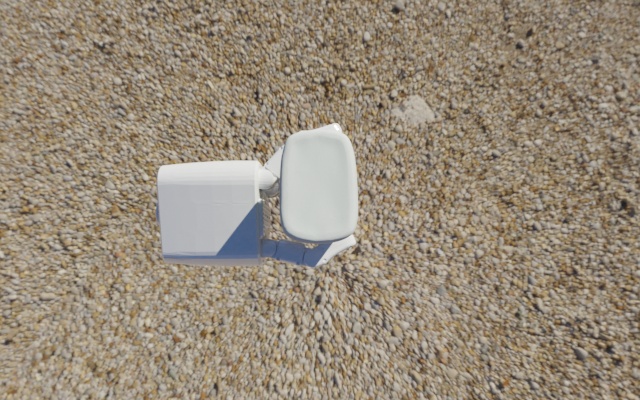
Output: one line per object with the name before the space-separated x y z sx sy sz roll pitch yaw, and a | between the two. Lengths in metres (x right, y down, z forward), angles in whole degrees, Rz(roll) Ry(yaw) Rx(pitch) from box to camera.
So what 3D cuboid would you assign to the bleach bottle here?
bleach bottle | 0.000 0.002 0.527 0.068 0.102 0.251 -1 -8 1
